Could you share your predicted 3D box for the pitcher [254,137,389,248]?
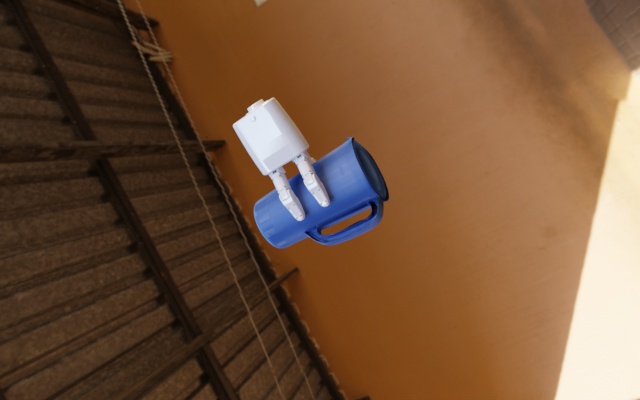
[{"bbox_3d":[0.000,0.003,0.899,0.243,0.145,0.149,-30,15,19],"label":"pitcher"}]
